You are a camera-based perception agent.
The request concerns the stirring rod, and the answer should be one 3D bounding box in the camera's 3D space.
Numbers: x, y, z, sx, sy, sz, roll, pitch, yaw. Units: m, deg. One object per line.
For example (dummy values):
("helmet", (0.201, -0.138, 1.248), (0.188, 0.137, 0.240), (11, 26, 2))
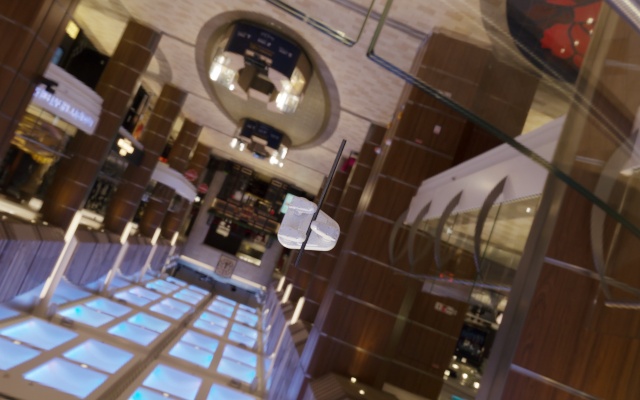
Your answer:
("stirring rod", (0.000, 0.003, 0.838), (0.011, 0.239, 0.011), (21, -8, 3))
